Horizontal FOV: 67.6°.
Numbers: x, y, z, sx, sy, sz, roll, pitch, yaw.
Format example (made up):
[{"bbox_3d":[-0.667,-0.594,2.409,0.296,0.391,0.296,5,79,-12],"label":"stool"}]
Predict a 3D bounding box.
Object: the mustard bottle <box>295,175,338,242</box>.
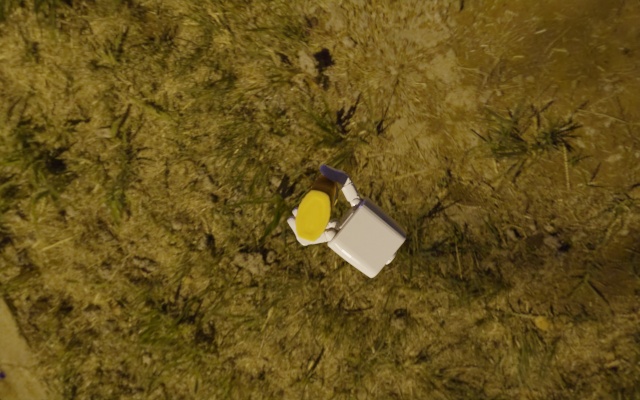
[{"bbox_3d":[0.000,0.003,0.899,0.058,0.096,0.191,16,17,4],"label":"mustard bottle"}]
